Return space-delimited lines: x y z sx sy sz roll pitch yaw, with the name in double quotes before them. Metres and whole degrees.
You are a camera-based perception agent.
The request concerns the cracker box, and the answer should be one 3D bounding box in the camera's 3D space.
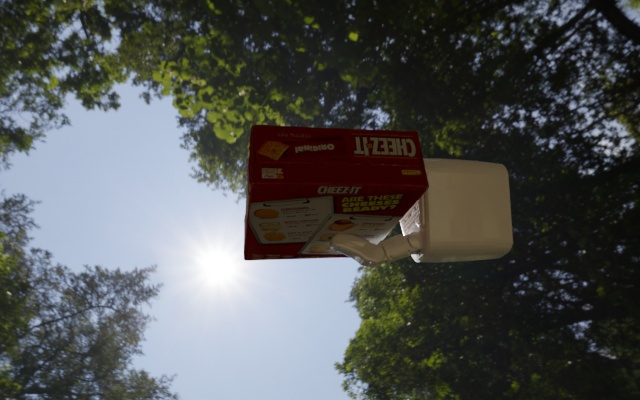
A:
"cracker box" 0.000 0.002 0.526 0.164 0.072 0.214 0 -25 -11
